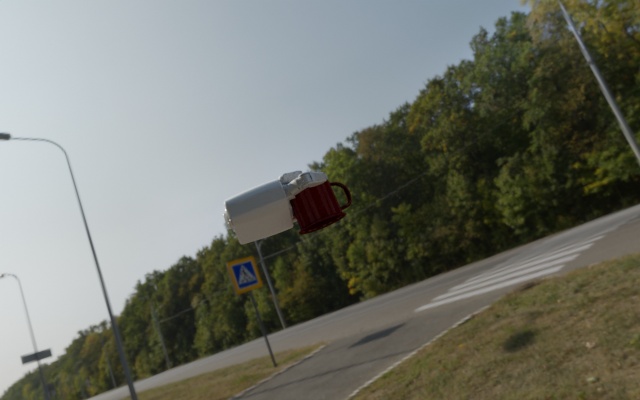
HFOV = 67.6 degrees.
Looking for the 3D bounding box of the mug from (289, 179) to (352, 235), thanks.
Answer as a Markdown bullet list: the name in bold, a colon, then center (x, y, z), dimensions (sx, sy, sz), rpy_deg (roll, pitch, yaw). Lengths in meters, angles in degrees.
- **mug**: center (0.001, 0.002, 0.879), dimensions (0.117, 0.081, 0.093), rpy_deg (-21, -12, -10)
